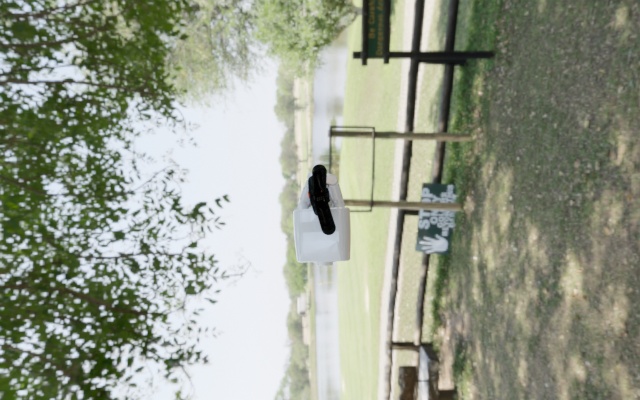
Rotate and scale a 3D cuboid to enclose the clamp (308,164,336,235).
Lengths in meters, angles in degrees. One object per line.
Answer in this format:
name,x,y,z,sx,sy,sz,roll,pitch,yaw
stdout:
clamp,-0.001,0.003,0.871,0.039,0.120,0.171,-4,-3,-3
